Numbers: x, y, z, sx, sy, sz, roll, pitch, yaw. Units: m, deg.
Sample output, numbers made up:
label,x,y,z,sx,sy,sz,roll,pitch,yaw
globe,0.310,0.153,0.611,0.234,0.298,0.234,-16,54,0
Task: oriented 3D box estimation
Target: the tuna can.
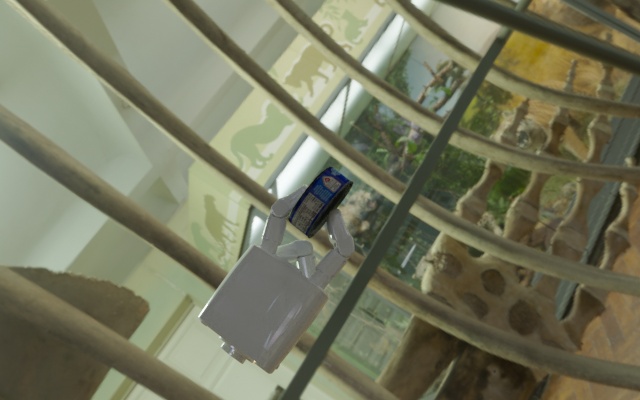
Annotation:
label,x,y,z,sx,sy,sz,roll,pitch,yaw
tuna can,0.000,0.001,0.572,0.034,0.086,0.086,38,6,8
